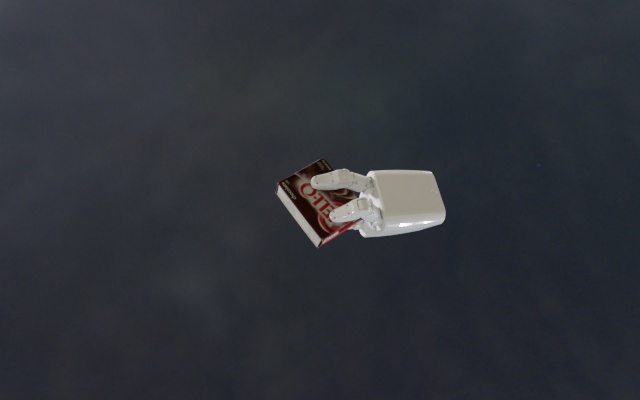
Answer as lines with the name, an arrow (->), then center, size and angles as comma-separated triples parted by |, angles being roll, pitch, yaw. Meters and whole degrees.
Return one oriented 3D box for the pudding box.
pudding box -> 0.000, 0.002, 0.720 | 0.090, 0.113, 0.039 | -31, -18, -28
